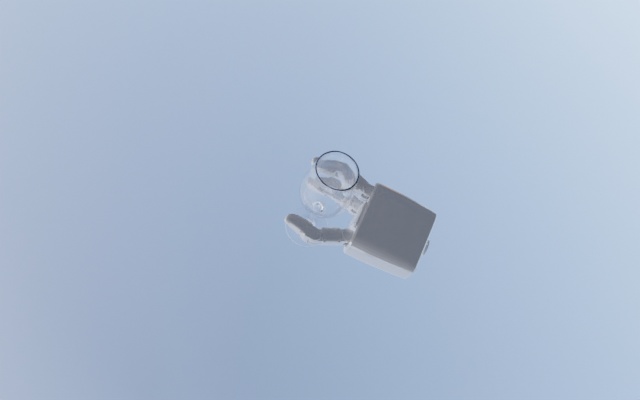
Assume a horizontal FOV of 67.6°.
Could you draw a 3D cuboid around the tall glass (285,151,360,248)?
[{"bbox_3d":[0.000,0.003,0.723,0.079,0.079,0.201,0,-26,-15],"label":"tall glass"}]
